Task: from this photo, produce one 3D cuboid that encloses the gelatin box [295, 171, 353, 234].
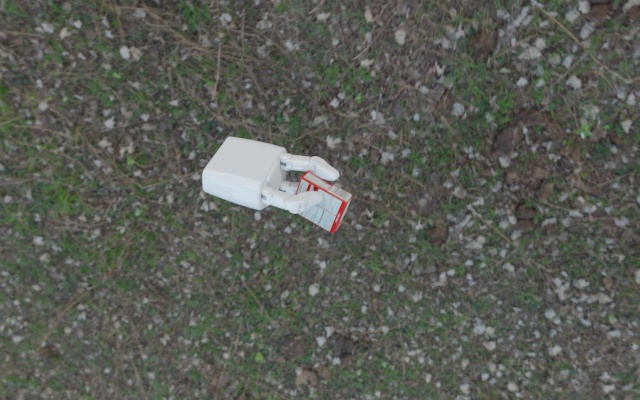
[{"bbox_3d":[0.000,0.003,0.797,0.089,0.073,0.030,29,38,11],"label":"gelatin box"}]
